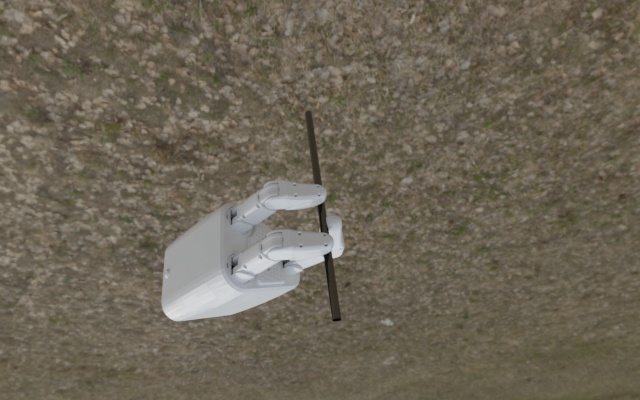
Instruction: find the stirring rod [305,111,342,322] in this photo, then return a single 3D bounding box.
[{"bbox_3d":[0.000,0.001,0.469,0.011,0.239,0.011,-5,-34,-4],"label":"stirring rod"}]
